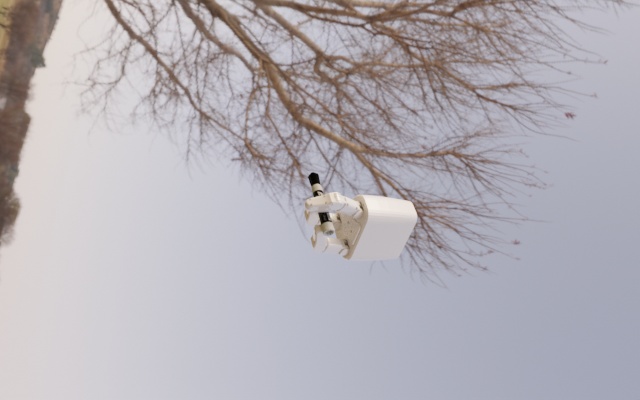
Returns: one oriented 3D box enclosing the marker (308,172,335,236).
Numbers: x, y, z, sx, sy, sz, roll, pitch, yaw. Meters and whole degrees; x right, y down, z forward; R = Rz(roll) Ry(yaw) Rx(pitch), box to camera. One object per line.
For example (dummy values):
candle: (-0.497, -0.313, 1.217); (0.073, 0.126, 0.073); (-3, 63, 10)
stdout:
marker: (0.000, 0.003, 0.774); (0.020, 0.121, 0.020); (-11, -35, -7)
